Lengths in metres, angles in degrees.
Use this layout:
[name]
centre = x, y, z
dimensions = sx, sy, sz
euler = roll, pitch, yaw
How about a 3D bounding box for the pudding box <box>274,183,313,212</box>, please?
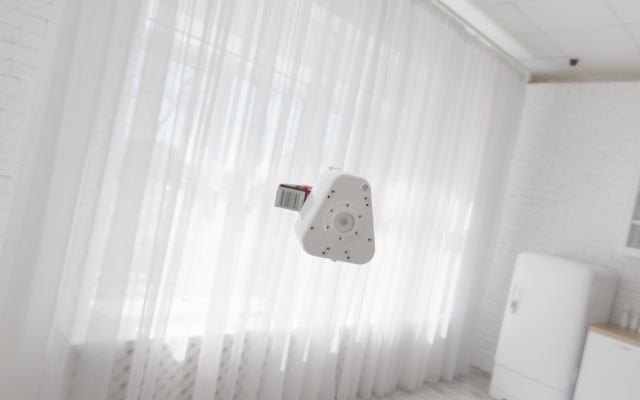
[pudding box]
centre = 0.000, 0.002, 0.729
dimensions = 0.113, 0.039, 0.090
euler = 14, 6, 20
